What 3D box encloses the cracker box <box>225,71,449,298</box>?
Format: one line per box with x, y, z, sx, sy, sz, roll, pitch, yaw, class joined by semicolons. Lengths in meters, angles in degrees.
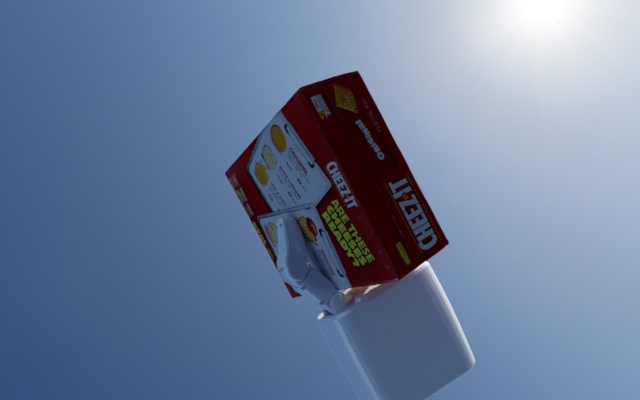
0.000;0.002;0.461;0.072;0.164;0.214;-28;-1;-30;cracker box
